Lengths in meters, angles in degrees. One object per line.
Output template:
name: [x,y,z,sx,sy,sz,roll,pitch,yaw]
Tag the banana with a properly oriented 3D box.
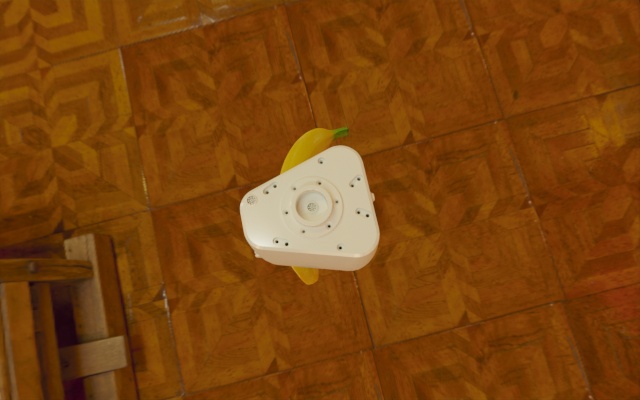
banana: [-0.017,-0.005,0.555,0.069,0.197,0.037,12,-13,2]
